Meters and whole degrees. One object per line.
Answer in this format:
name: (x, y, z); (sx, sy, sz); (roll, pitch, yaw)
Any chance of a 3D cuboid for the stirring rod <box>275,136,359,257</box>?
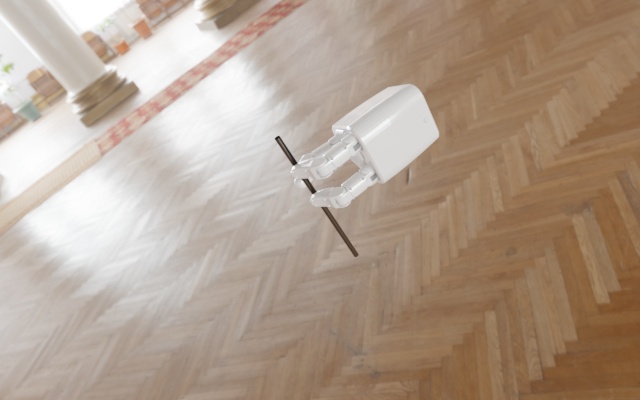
stirring rod: (0.000, 0.002, 0.684); (0.011, 0.011, 0.240); (0, -44, 41)
